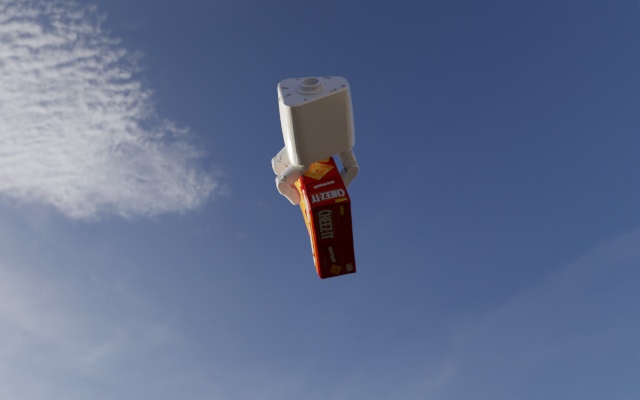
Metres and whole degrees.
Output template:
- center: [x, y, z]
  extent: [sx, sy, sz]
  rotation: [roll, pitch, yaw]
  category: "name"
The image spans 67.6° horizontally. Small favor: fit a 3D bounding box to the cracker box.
- center: [0.000, 0.003, 0.832]
  extent: [0.072, 0.164, 0.213]
  rotation: [-12, 40, -5]
  category: "cracker box"
